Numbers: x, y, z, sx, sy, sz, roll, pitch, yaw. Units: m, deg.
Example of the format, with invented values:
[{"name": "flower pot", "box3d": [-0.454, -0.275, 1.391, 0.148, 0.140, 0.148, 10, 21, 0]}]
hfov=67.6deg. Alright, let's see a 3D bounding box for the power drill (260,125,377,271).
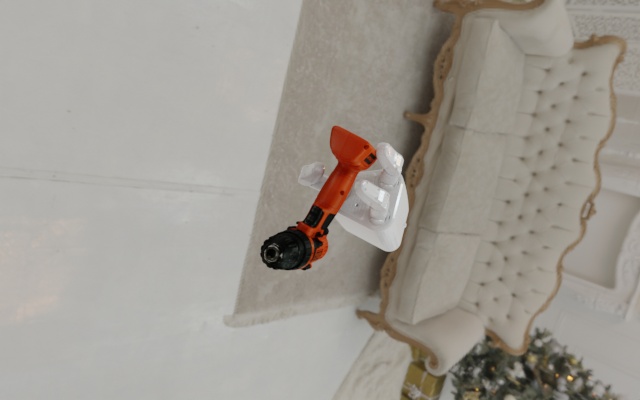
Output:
[{"name": "power drill", "box3d": [0.000, 0.002, 0.606, 0.057, 0.187, 0.184, 31, 5, 12]}]
